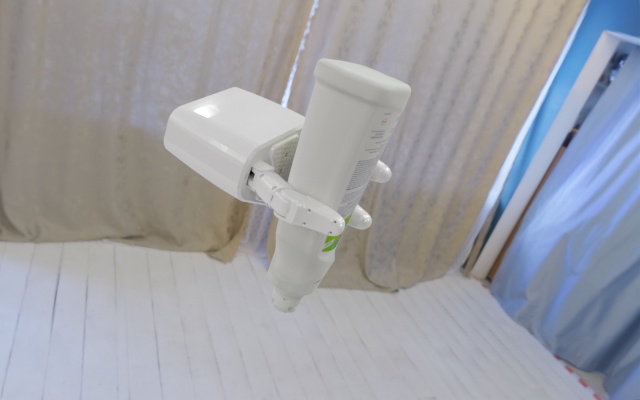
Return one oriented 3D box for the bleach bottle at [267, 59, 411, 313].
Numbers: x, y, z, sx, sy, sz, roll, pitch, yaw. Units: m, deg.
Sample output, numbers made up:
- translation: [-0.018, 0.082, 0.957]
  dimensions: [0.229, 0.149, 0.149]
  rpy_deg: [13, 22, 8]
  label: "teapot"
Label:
- translation: [0.000, 0.001, 0.448]
  dimensions: [0.068, 0.251, 0.102]
  rpy_deg: [30, 23, 21]
  label: "bleach bottle"
